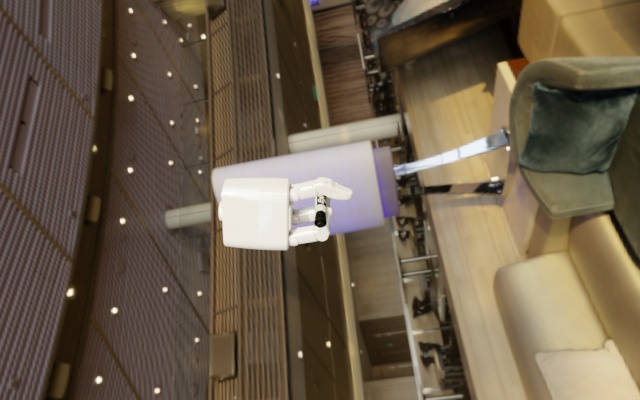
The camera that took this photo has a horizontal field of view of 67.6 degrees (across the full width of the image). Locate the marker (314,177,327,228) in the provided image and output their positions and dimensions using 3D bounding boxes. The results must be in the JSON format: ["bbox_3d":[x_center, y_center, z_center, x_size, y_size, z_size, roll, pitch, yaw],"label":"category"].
[{"bbox_3d":[0.000,0.002,0.753,0.020,0.020,0.121,0,35,0],"label":"marker"}]
